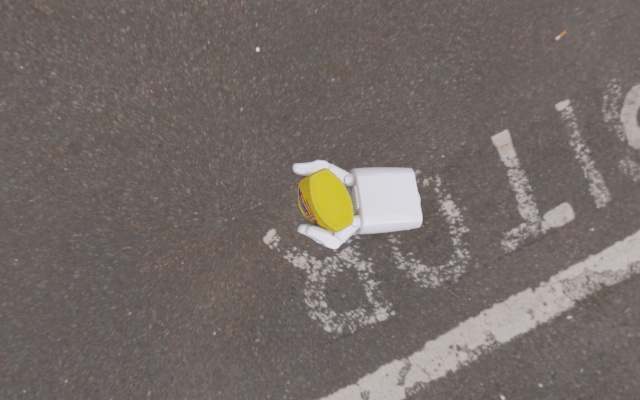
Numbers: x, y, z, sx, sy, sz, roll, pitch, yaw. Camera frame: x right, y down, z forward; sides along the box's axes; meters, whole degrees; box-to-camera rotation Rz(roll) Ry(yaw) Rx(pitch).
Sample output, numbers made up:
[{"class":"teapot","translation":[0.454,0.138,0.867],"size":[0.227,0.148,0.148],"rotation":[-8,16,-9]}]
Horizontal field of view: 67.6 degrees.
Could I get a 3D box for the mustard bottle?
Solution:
[{"class":"mustard bottle","translation":[0.000,0.003,0.795],"size":[0.058,0.096,0.191],"rotation":[-28,3,-10]}]
